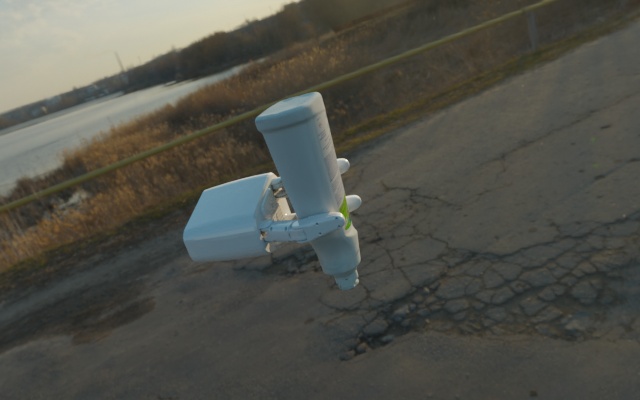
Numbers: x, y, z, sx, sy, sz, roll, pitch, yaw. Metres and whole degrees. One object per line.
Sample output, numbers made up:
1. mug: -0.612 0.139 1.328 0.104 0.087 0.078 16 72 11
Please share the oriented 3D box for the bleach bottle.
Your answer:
1. bleach bottle: 0.000 0.002 0.585 0.068 0.251 0.102 -11 21 19
